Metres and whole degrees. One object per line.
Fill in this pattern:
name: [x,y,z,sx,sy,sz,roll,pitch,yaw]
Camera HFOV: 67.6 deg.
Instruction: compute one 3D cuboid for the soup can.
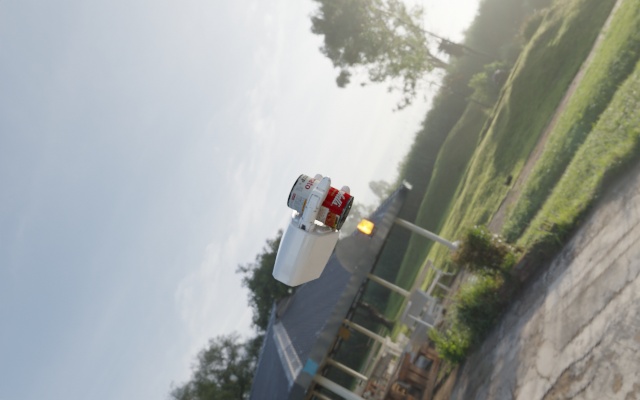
soup can: [0.000,0.002,0.847,0.102,0.068,0.068,25,5,11]
